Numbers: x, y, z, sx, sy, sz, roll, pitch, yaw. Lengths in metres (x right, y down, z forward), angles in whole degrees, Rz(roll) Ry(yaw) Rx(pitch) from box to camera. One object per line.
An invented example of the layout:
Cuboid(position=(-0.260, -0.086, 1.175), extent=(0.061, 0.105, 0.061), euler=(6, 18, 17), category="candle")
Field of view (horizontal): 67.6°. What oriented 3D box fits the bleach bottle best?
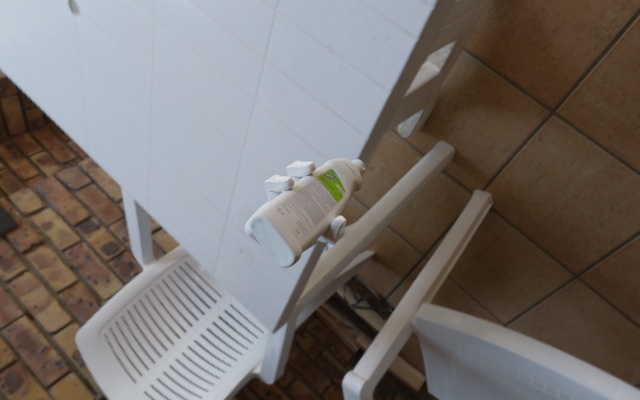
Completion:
Cuboid(position=(0.000, 0.003, 0.813), extent=(0.250, 0.102, 0.068), euler=(-38, 1, -38), category="bleach bottle")
